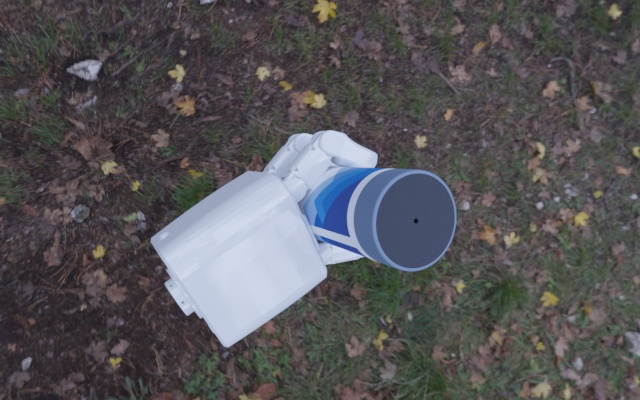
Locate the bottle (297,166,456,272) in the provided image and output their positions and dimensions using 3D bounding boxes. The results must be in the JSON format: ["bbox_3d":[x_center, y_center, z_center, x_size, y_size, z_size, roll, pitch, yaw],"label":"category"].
[{"bbox_3d":[0.000,0.001,0.440,0.069,0.069,0.295,0,5,-25],"label":"bottle"}]
